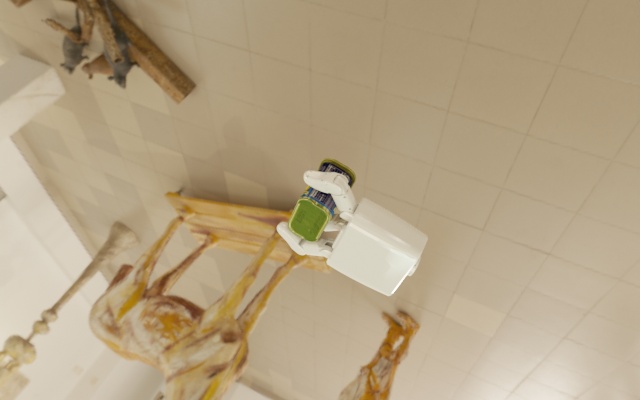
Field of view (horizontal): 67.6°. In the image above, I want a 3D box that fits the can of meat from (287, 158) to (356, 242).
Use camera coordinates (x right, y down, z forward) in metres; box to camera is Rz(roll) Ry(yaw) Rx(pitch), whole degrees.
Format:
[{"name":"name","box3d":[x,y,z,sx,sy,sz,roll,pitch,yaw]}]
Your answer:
[{"name":"can of meat","box3d":[0.000,0.002,0.694,0.057,0.084,0.102,30,-35,2]}]
